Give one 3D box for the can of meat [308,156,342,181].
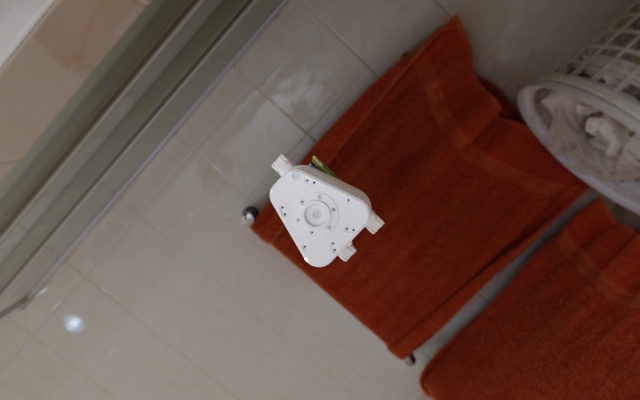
[{"bbox_3d":[0.000,0.002,0.668,0.102,0.084,0.057,43,6,-3],"label":"can of meat"}]
